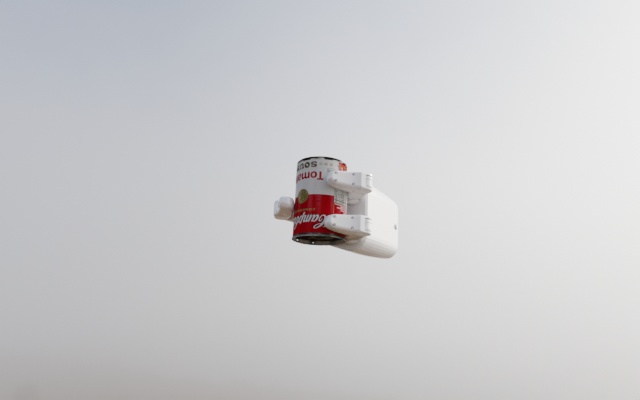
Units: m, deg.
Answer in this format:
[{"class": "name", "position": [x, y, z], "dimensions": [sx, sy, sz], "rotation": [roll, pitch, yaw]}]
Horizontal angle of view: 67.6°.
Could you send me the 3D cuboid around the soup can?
[{"class": "soup can", "position": [0.000, 0.002, 0.613], "dimensions": [0.068, 0.102, 0.068], "rotation": [3, -15, 1]}]
